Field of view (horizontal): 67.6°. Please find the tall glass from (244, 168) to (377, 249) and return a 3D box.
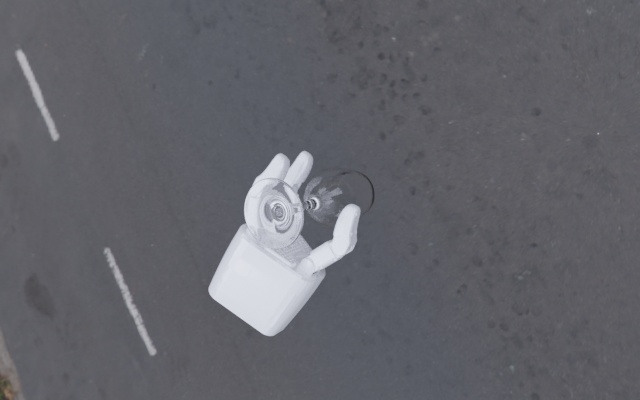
[{"bbox_3d":[0.000,0.002,0.573,0.079,0.079,0.201,0,7,30],"label":"tall glass"}]
